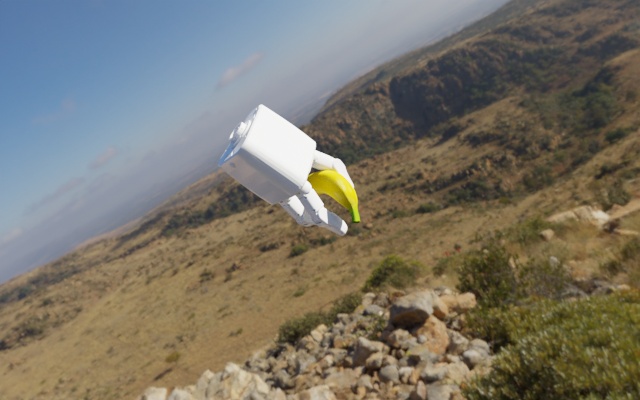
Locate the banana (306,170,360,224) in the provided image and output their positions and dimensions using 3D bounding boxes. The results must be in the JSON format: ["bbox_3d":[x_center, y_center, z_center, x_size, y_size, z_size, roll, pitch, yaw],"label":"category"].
[{"bbox_3d":[0.005,-0.015,0.767,0.037,0.069,0.197,9,5,-28],"label":"banana"}]
